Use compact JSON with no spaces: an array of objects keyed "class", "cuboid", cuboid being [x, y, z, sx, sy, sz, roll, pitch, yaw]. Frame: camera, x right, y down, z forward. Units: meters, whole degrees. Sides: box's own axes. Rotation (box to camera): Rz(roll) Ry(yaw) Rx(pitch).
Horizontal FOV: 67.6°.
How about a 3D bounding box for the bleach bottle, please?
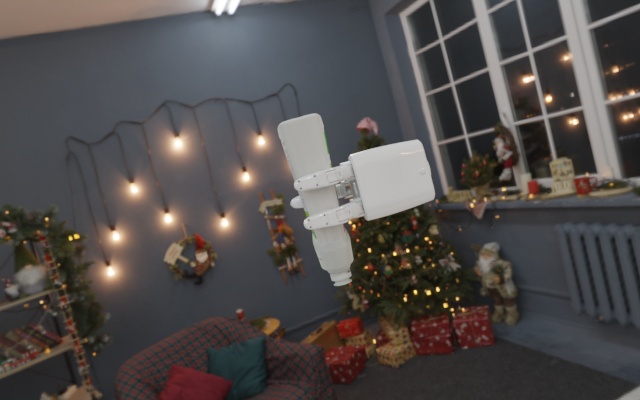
[{"class":"bleach bottle","cuboid":[0.000,0.002,0.716,0.068,0.251,0.102,-15,3,-2]}]
